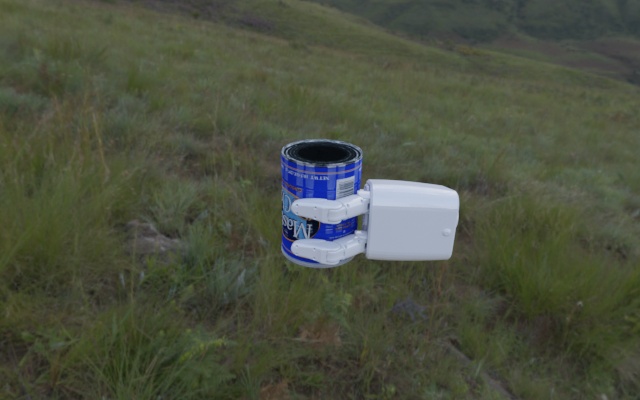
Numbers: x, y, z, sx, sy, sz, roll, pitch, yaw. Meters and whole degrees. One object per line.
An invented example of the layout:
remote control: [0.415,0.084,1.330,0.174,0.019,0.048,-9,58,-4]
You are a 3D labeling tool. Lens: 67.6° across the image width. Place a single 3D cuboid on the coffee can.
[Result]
coffee can: [0.000,0.002,0.623,0.103,0.140,0.102,1,24,-1]
